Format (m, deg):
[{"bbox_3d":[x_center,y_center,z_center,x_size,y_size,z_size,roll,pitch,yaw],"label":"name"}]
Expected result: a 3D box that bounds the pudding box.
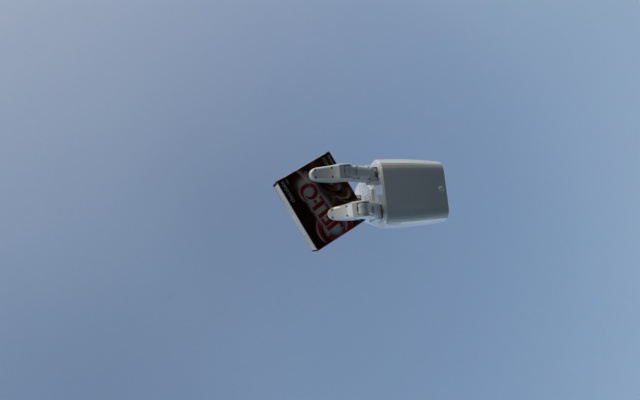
[{"bbox_3d":[0.000,0.002,0.671,0.090,0.113,0.039,-32,-1,-20],"label":"pudding box"}]
